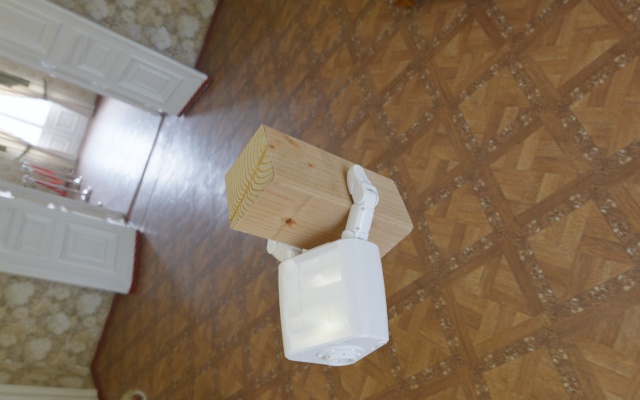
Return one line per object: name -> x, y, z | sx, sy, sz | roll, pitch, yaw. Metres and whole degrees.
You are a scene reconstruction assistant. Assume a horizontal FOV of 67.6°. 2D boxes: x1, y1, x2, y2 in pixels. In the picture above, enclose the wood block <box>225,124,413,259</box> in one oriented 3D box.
wood block -> 0.000, 0.002, 0.580 | 0.206, 0.090, 0.091 | 20, -52, -34
